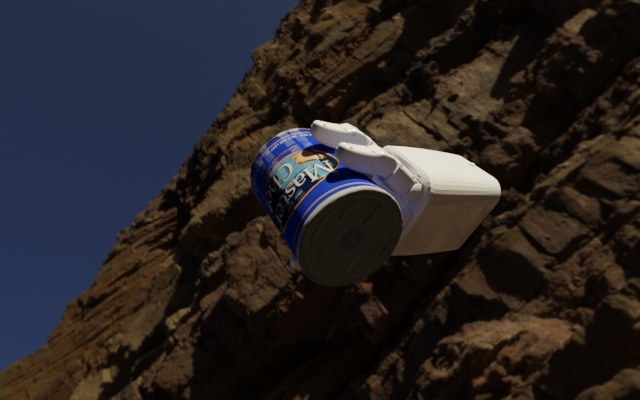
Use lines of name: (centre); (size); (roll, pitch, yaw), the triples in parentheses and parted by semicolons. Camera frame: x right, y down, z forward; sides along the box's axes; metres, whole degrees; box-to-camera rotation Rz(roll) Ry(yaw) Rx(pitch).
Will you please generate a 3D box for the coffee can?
coffee can: (0.000, 0.002, 0.471); (0.103, 0.103, 0.140); (0, 29, -28)
